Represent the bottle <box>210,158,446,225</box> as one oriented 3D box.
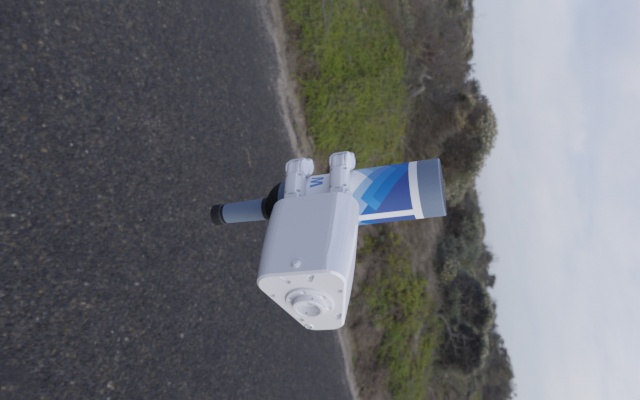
[{"bbox_3d":[0.000,0.002,0.589,0.296,0.069,0.069,-7,-2,17],"label":"bottle"}]
